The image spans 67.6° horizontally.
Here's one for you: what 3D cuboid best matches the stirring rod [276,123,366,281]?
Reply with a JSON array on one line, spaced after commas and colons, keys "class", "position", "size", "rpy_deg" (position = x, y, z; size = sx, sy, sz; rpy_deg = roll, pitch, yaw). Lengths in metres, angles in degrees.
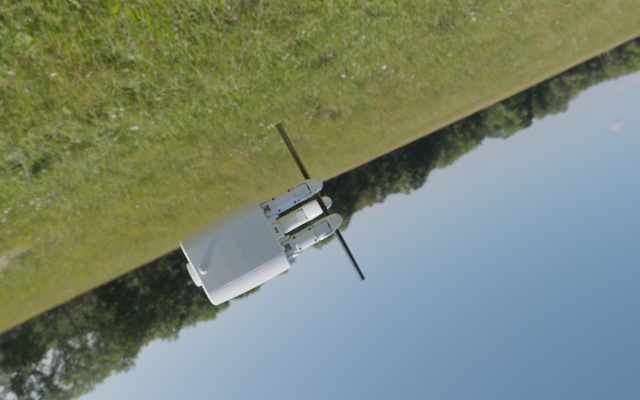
[{"class": "stirring rod", "position": [0.000, 0.002, 0.649], "size": [0.011, 0.239, 0.011], "rpy_deg": [-29, 0, 0]}]
